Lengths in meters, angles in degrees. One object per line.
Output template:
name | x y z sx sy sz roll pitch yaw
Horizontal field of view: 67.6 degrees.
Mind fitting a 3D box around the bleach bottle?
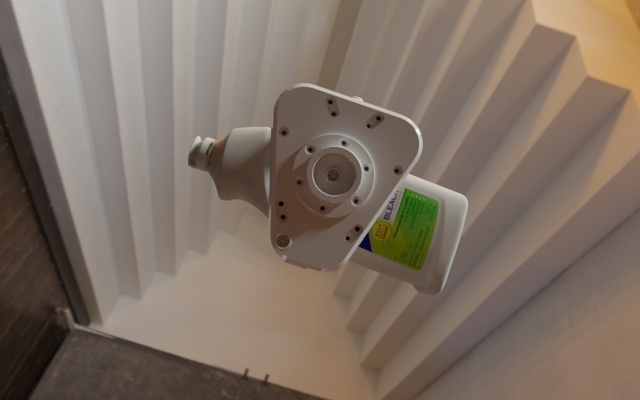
bleach bottle | 0.000 0.001 0.442 0.251 0.102 0.068 18 -2 -2
